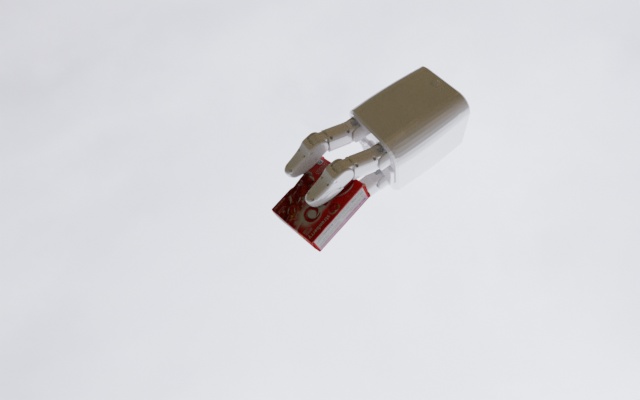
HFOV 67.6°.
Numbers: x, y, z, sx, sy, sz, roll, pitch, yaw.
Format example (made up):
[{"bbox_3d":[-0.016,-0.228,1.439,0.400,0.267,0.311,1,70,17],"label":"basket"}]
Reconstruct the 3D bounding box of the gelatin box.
[{"bbox_3d":[0.000,0.002,0.542,0.073,0.089,0.030,37,-9,35],"label":"gelatin box"}]
